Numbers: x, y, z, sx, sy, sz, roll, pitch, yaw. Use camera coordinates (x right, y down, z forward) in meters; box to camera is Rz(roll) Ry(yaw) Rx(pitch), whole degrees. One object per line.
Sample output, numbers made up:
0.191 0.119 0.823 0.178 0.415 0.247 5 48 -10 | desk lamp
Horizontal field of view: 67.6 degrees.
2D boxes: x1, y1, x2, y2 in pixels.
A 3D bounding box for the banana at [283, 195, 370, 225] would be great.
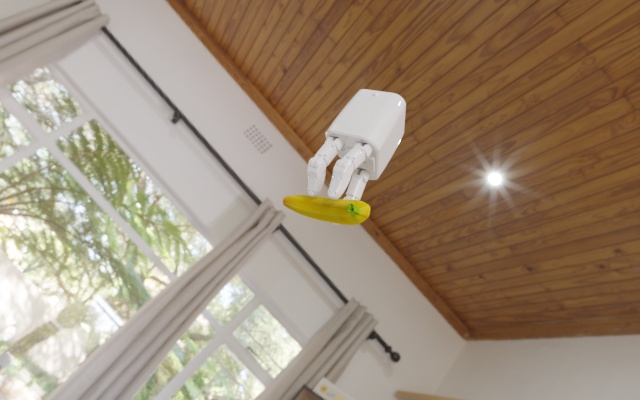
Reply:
0.016 0.011 0.727 0.070 0.037 0.198 30 -15 -30 | banana
